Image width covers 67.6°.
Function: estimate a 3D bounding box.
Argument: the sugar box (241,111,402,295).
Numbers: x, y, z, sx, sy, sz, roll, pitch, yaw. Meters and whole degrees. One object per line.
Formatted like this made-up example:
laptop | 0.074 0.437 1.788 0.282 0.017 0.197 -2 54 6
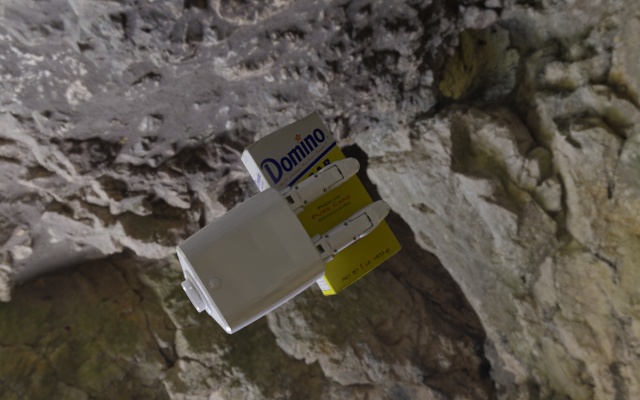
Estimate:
sugar box | 0.000 0.002 0.512 0.093 0.176 0.048 -32 0 -21
